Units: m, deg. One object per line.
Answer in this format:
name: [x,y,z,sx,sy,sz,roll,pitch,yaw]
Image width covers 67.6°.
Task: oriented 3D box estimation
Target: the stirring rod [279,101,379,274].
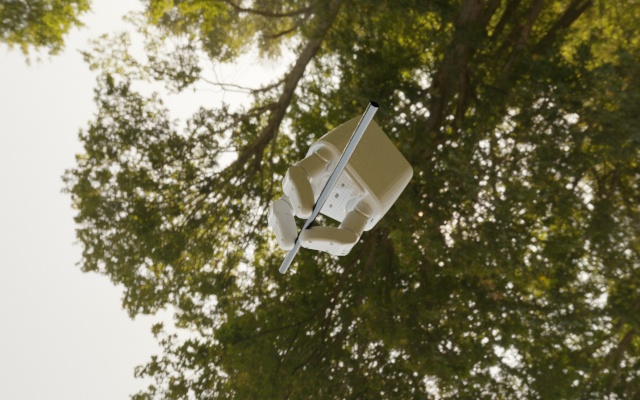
stirring rod: [0.000,0.001,0.462,0.011,0.011,0.240,0,-41,-28]
